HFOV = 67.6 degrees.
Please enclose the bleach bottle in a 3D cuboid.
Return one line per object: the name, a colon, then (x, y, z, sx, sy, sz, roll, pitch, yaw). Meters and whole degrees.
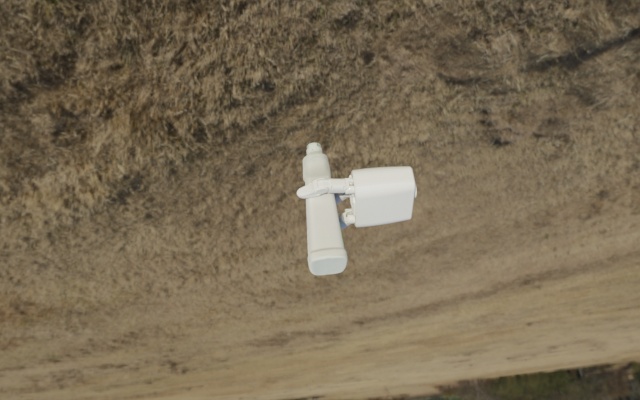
bleach bottle: (0.000, 0.003, 0.874, 0.068, 0.250, 0.103, -6, -25, -2)
